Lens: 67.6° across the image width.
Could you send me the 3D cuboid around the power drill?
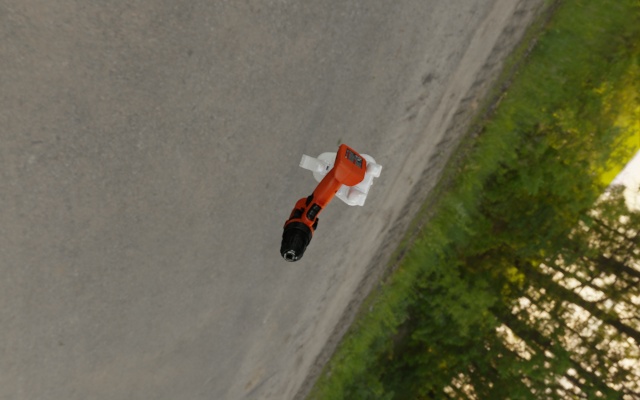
[{"bbox_3d":[0.000,0.002,0.821,0.057,0.188,0.184,35,26,-11],"label":"power drill"}]
